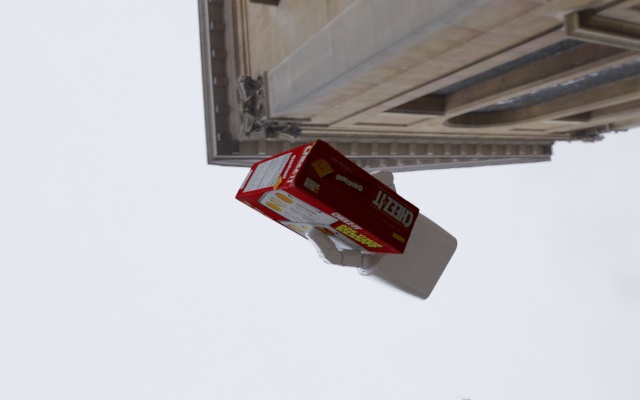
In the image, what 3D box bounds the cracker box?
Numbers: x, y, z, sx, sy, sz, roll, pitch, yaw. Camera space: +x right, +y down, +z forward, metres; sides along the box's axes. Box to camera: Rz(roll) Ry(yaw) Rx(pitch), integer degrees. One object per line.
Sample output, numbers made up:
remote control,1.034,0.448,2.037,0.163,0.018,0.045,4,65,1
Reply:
cracker box,0.000,0.002,0.636,0.164,0.072,0.214,32,-17,-22
